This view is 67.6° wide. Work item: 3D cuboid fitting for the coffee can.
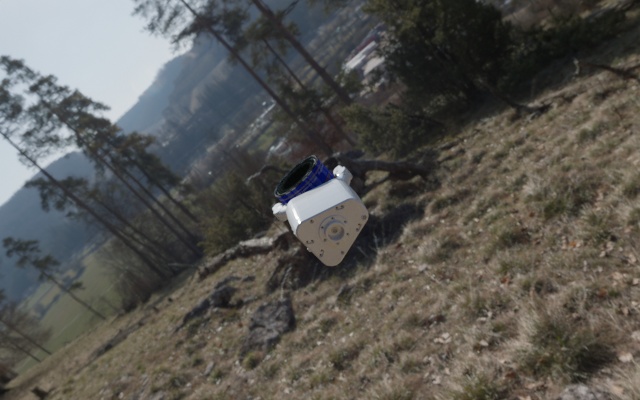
[{"bbox_3d":[0.000,0.003,0.873,0.140,0.102,0.103,46,-19,-19],"label":"coffee can"}]
